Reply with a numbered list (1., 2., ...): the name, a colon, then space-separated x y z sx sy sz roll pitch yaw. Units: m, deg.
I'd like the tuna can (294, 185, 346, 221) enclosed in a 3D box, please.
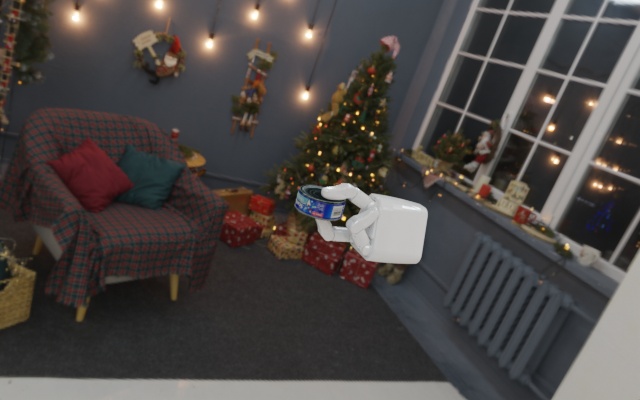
1. tuna can: 0.000 0.002 0.828 0.086 0.034 0.086 13 18 -4
